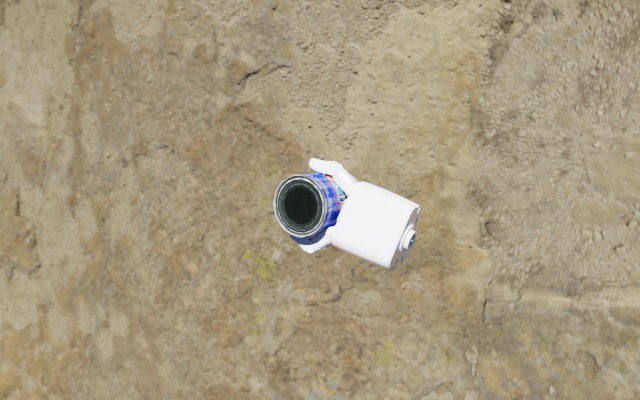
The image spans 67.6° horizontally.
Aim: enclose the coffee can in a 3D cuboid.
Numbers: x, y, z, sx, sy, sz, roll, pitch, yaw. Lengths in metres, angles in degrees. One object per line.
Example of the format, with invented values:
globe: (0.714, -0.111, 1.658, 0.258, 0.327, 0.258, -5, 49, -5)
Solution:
coffee can: (0.000, 0.003, 0.831, 0.103, 0.103, 0.140, 0, 5, 30)
